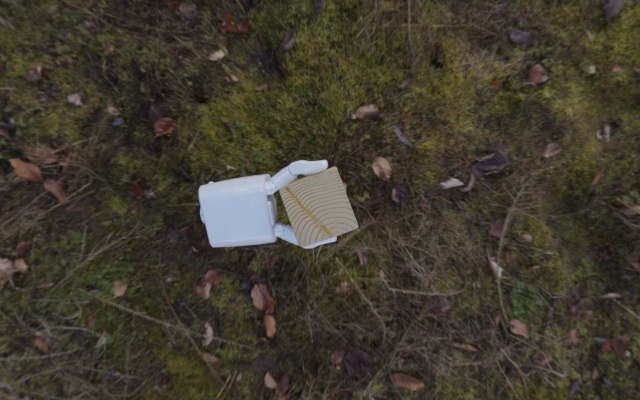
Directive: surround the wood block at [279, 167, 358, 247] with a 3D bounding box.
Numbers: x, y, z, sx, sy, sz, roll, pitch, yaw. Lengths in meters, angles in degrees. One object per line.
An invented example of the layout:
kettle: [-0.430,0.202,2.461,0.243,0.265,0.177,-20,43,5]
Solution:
wood block: [0.000,0.003,0.767,0.090,0.091,0.206,-19,5,3]
